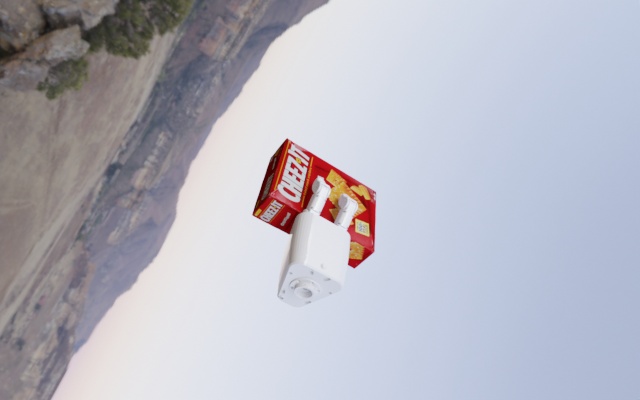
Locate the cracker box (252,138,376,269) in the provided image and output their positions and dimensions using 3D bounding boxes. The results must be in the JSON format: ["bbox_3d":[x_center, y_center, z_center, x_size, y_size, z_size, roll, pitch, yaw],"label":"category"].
[{"bbox_3d":[0.000,0.003,0.866,0.214,0.164,0.072,30,-51,-18],"label":"cracker box"}]
